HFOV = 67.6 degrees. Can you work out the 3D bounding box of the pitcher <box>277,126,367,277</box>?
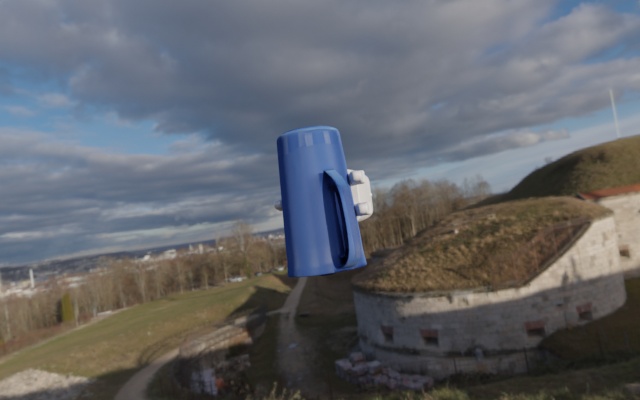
[{"bbox_3d":[0.000,0.003,0.794,0.149,0.243,0.145,-9,-2,20],"label":"pitcher"}]
